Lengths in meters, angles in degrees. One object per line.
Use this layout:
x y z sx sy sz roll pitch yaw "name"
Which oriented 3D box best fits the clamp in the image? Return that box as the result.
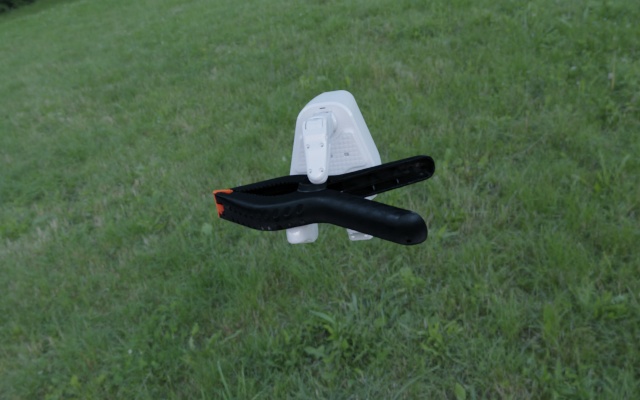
-0.001 0.001 0.421 0.210 0.036 0.164 -5 19 10 "clamp"
